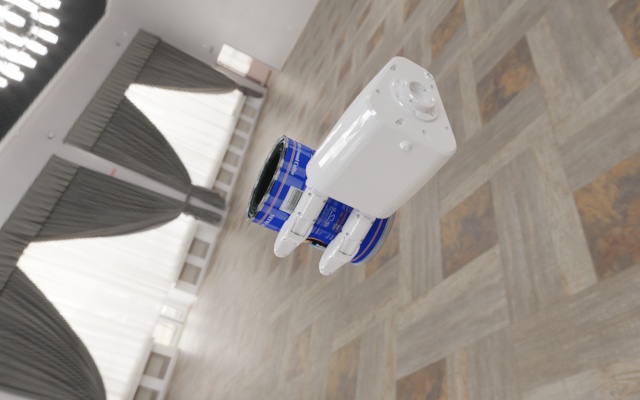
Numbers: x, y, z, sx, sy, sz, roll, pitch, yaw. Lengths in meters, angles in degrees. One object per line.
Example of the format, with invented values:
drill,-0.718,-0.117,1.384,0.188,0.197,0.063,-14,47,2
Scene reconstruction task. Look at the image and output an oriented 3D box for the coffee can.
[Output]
coffee can,0.000,0.002,0.542,0.140,0.103,0.103,24,-7,-16
